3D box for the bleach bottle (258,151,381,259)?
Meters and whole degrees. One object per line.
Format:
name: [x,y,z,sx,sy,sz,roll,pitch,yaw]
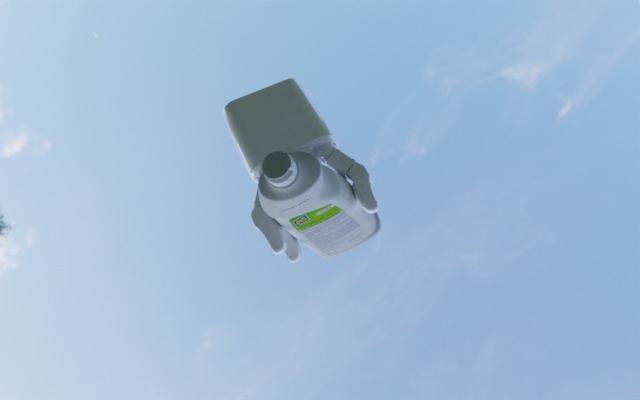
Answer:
bleach bottle: [0.000,0.002,0.554,0.102,0.068,0.251,-30,-24,5]
